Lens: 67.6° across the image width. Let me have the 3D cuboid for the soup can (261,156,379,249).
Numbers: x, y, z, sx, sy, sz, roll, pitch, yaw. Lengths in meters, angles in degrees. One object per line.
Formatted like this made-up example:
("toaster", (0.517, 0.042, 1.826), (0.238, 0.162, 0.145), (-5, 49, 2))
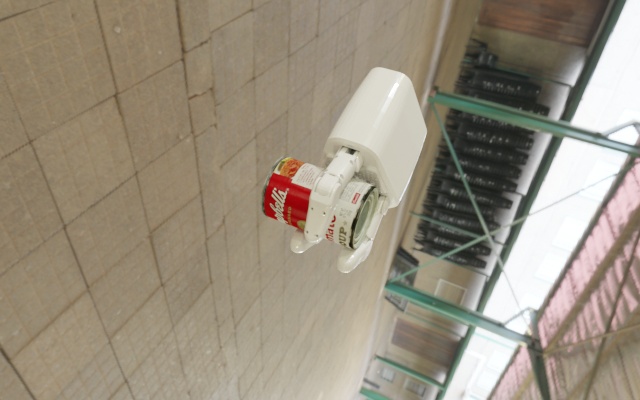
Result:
("soup can", (0.000, 0.002, 0.487), (0.102, 0.068, 0.068), (20, 6, 18))
